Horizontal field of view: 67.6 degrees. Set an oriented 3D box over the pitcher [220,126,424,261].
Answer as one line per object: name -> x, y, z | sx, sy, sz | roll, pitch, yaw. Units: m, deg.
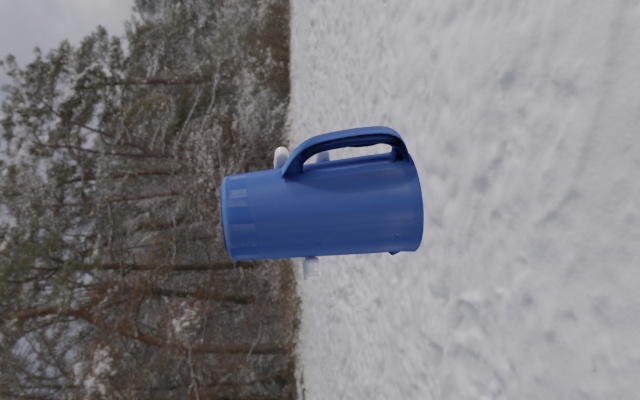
pitcher -> 0.000, 0.002, 0.605 | 0.243, 0.149, 0.145 | -5, -10, -6
